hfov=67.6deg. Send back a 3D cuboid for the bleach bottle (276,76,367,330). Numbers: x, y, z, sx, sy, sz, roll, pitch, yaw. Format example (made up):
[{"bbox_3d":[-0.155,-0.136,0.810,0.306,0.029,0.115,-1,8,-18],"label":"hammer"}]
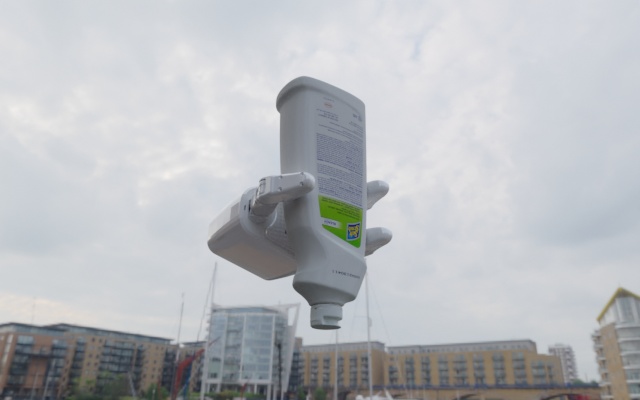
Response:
[{"bbox_3d":[0.000,0.002,0.490,0.102,0.250,0.068,15,-27,-29],"label":"bleach bottle"}]
